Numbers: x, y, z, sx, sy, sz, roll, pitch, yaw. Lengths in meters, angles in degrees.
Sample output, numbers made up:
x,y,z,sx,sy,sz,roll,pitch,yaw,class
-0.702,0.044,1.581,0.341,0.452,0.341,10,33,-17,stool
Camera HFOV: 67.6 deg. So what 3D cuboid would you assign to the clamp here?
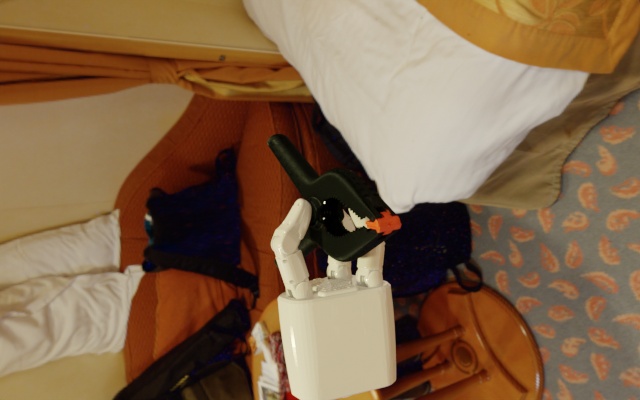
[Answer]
x,y,z,sx,sy,sz,roll,pitch,yaw,class
0.000,0.002,0.504,0.036,0.164,0.210,-10,4,-34,clamp
